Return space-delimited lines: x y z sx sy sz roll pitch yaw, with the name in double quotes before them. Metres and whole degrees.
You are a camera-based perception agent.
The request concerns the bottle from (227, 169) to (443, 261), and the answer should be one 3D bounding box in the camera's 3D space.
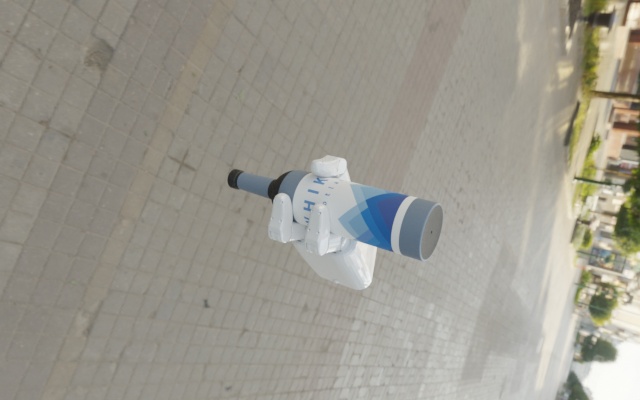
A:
"bottle" 0.000 0.002 0.596 0.295 0.069 0.069 15 8 31
